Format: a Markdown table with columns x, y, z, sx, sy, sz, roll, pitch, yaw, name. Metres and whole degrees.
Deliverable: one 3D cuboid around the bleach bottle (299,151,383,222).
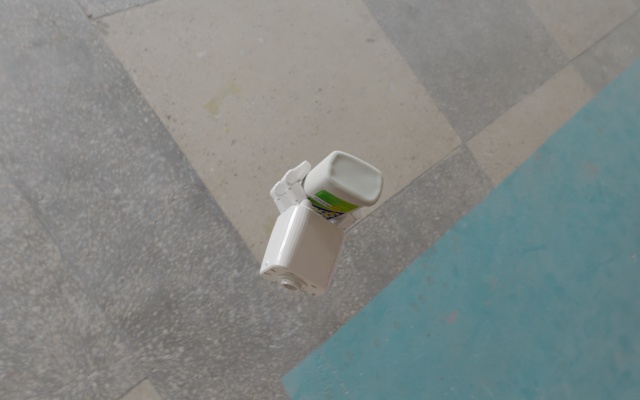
| x | y | z | sx | sy | sz | roll | pitch | yaw | name |
| --- | --- | --- | --- | --- | --- | --- | --- | --- | --- |
| 0.000 | 0.003 | 0.821 | 0.102 | 0.068 | 0.251 | 26 | -28 | -15 | bleach bottle |
